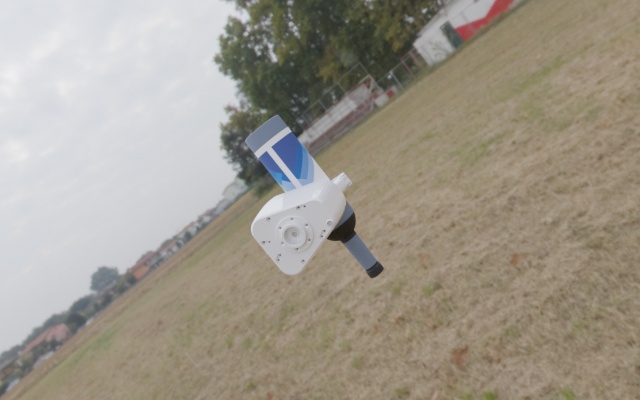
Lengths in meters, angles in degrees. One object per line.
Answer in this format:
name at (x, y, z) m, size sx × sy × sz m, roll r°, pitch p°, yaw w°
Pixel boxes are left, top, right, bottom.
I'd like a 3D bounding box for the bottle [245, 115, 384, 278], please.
bottle at (0.000, 0.002, 0.753) m, size 0.069 × 0.296 × 0.069 m, roll -38°, pitch 6°, yaw 5°
